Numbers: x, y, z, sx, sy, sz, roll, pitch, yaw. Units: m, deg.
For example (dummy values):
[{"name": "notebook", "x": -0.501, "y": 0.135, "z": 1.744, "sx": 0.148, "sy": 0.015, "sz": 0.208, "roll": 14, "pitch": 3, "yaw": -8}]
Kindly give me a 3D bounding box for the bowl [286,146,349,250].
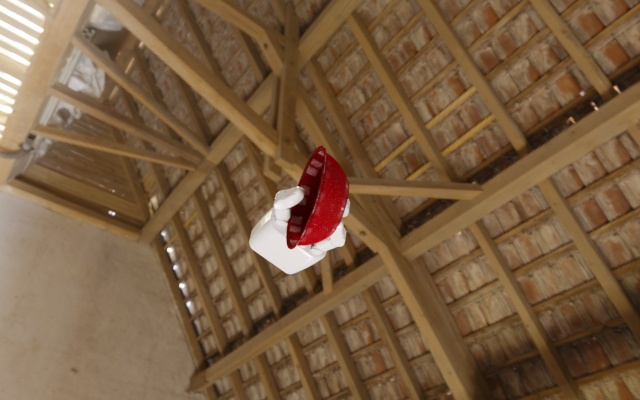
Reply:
[{"name": "bowl", "x": 0.001, "y": 0.002, "z": 0.714, "sx": 0.055, "sy": 0.162, "sz": 0.162, "roll": 18, "pitch": -4, "yaw": -13}]
